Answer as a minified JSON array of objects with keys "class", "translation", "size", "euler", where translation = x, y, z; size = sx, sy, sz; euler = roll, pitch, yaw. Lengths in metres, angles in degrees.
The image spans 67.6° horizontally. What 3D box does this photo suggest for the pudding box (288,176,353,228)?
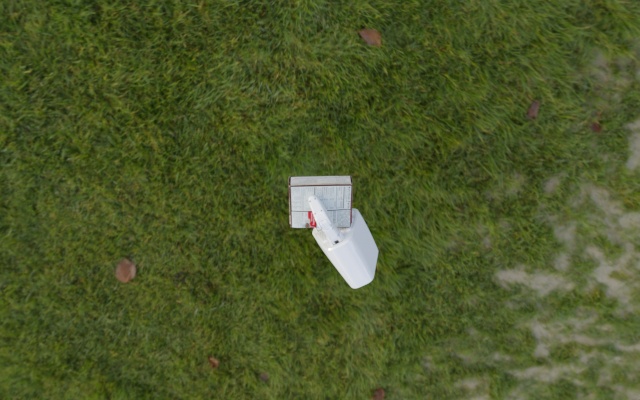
[{"class":"pudding box","translation":[0.000,0.003,0.848],"size":[0.113,0.090,0.039],"euler":[-2,29,-3]}]
